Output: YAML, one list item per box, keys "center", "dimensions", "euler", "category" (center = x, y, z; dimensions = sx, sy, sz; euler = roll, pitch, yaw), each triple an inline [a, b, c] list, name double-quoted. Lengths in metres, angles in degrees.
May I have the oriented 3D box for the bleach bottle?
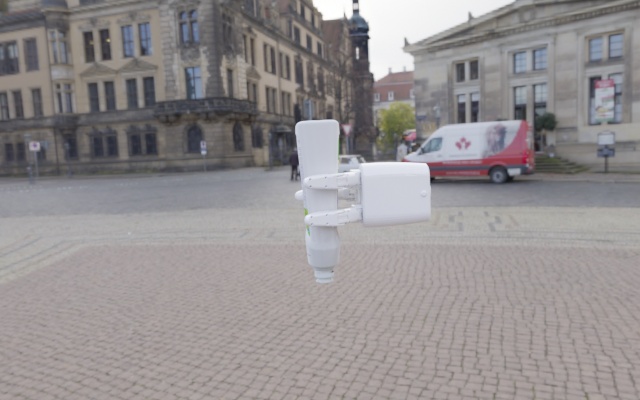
- center: [0.000, 0.002, 0.757]
  dimensions: [0.068, 0.251, 0.102]
  euler: [-3, 6, -3]
  category: "bleach bottle"
